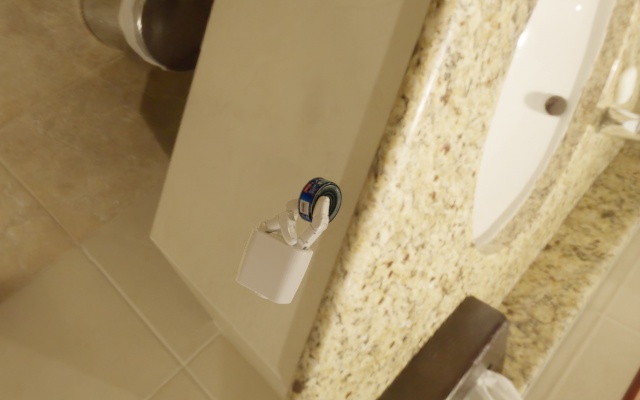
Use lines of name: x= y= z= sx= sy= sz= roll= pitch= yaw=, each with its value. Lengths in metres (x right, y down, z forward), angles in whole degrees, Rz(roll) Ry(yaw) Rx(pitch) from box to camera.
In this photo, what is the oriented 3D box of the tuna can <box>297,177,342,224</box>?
tuna can: x=0.001 y=0.003 z=0.873 sx=0.033 sy=0.086 sz=0.086 roll=22 pitch=14 yaw=39
